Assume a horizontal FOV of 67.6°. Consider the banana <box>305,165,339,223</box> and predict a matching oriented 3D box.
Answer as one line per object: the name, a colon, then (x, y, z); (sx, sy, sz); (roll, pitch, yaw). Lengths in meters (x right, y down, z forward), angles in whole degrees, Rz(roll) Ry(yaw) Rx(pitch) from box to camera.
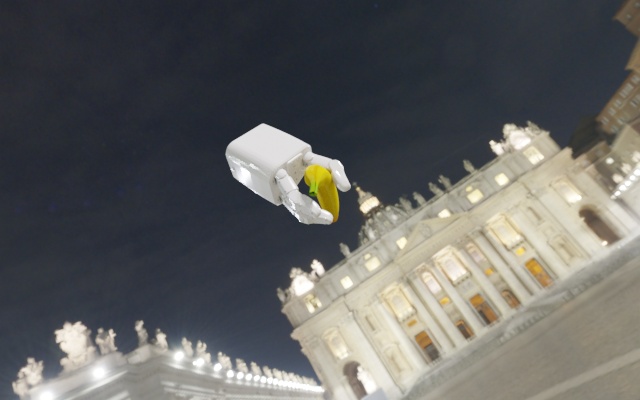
banana: (0.002, -0.016, 0.813); (0.037, 0.069, 0.198); (4, -14, 14)
